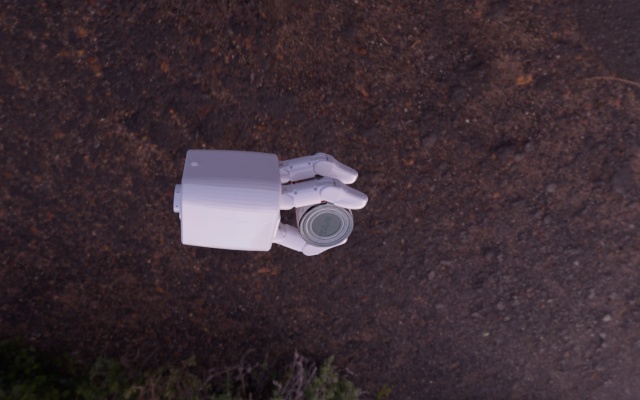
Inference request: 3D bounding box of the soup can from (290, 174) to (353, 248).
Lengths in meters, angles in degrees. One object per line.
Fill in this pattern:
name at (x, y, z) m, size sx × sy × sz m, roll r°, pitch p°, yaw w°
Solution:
soup can at (0.001, 0.002, 0.602) m, size 0.068 × 0.068 × 0.102 m, roll 0°, pitch 35°, yaw -10°
